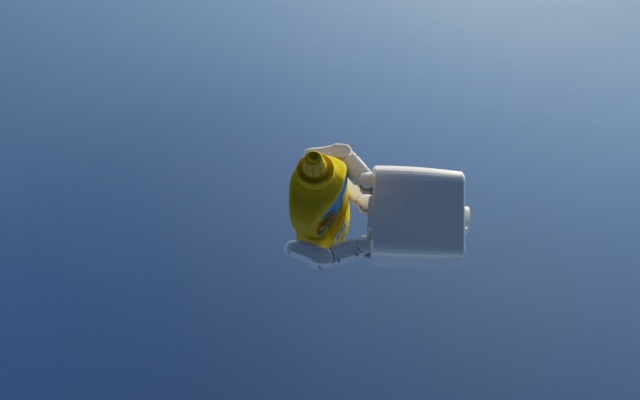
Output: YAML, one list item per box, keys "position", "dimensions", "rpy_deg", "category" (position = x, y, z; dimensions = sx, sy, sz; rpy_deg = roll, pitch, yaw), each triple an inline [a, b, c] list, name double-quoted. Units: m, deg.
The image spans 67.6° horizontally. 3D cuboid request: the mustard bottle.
- position: [0.000, 0.002, 0.571]
  dimensions: [0.058, 0.096, 0.192]
  rpy_deg: [24, -24, 16]
  category: "mustard bottle"
